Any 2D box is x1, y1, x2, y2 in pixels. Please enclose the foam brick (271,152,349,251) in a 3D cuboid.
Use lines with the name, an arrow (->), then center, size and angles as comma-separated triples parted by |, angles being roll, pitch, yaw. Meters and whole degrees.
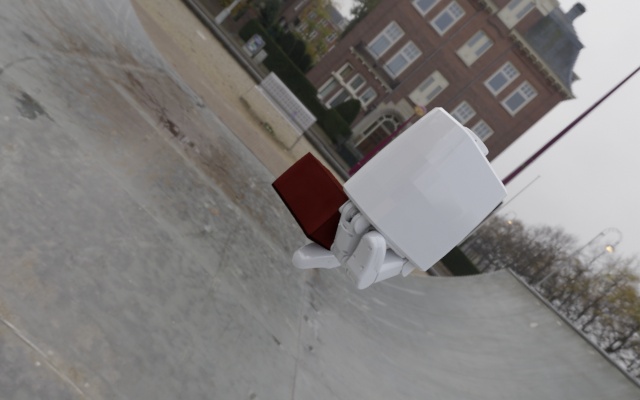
foam brick -> 0.000, 0.001, 0.467 | 0.078, 0.051, 0.053 | 53, 9, 34
